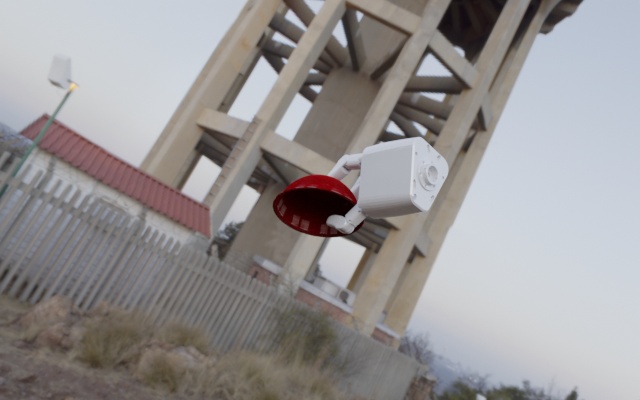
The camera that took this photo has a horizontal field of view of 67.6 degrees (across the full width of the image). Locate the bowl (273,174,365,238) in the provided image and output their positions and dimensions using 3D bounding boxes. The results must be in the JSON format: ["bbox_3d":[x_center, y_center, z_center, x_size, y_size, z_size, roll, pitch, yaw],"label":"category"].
[{"bbox_3d":[-0.001,0.003,0.844,0.162,0.055,0.162,7,-33,5],"label":"bowl"}]
